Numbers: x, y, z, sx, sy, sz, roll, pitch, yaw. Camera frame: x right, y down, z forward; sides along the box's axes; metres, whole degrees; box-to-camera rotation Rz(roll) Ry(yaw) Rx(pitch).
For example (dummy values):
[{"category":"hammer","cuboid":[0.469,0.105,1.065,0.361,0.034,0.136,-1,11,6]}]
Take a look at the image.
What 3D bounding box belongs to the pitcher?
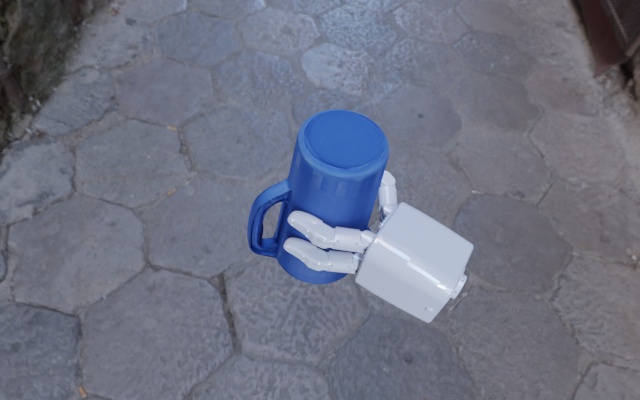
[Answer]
[{"category":"pitcher","cuboid":[0.000,0.002,0.631,0.145,0.149,0.243,31,-35,13]}]
